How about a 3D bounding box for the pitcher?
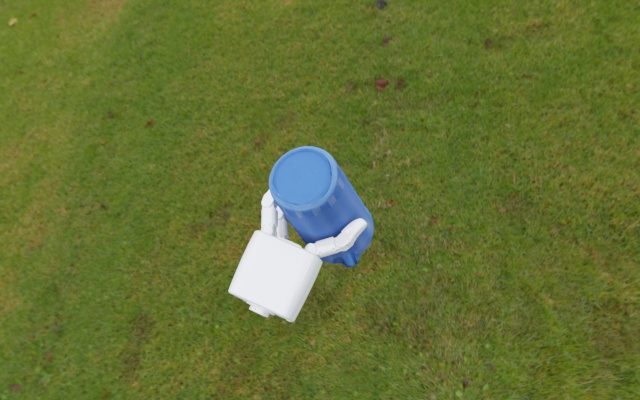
[{"bbox_3d":[0.000,0.003,0.804,0.149,0.145,0.243,20,-16,23],"label":"pitcher"}]
